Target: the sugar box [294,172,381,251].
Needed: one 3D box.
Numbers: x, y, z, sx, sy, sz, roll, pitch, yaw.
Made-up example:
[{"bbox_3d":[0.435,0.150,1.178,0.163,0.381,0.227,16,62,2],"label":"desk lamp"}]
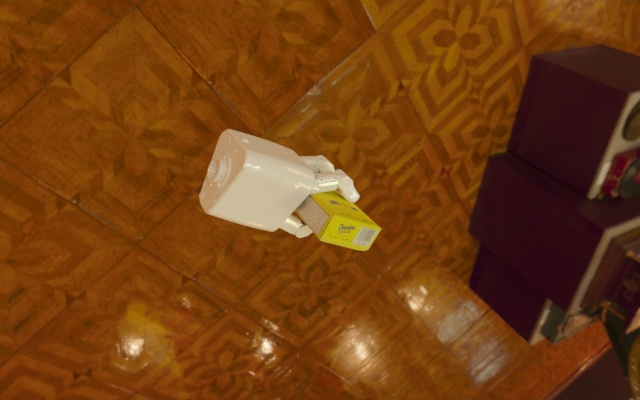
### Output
[{"bbox_3d":[0.000,0.002,0.689,0.093,0.048,0.176,17,21,-40],"label":"sugar box"}]
